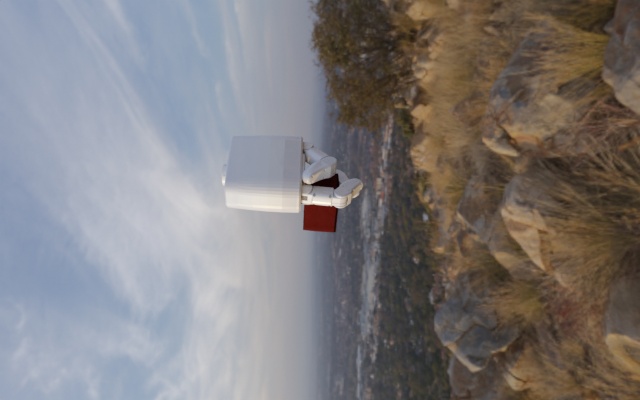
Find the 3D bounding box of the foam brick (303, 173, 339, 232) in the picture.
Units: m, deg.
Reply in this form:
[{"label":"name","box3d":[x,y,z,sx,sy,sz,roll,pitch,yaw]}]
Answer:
[{"label":"foam brick","box3d":[0.000,0.003,0.726,0.051,0.078,0.053,2,39,-3]}]
